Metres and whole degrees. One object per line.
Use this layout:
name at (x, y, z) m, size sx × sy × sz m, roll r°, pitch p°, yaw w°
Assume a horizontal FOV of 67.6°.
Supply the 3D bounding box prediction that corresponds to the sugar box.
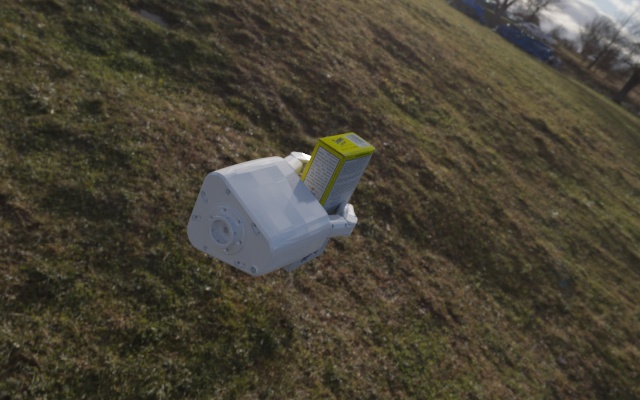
sugar box at (0.000, 0.002, 0.611) m, size 0.048 × 0.176 × 0.093 m, roll 38°, pitch 27°, yaw 19°
